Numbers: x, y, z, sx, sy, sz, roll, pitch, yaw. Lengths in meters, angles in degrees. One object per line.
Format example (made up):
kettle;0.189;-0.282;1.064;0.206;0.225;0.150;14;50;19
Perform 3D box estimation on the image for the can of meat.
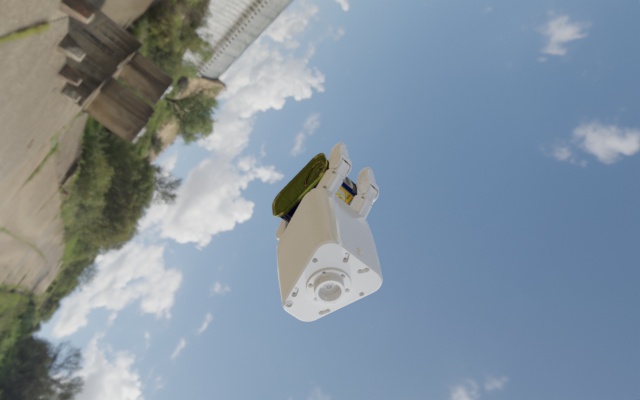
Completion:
can of meat;0.000;0.002;0.639;0.084;0.102;0.057;39;16;-24
